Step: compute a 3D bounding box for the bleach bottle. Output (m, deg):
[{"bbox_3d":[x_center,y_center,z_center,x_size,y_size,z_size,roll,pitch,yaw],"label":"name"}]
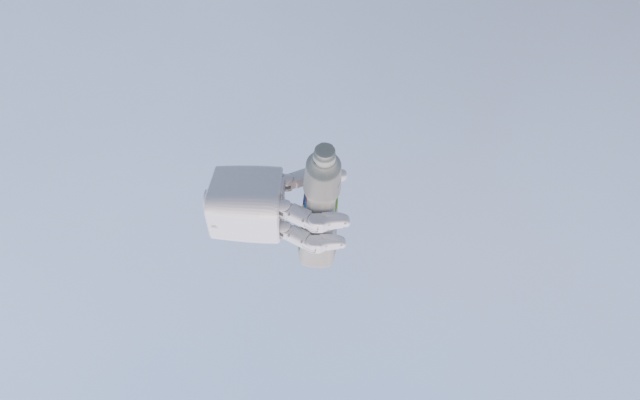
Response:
[{"bbox_3d":[0.000,0.003,0.735,0.068,0.102,0.251,3,-37,-1],"label":"bleach bottle"}]
